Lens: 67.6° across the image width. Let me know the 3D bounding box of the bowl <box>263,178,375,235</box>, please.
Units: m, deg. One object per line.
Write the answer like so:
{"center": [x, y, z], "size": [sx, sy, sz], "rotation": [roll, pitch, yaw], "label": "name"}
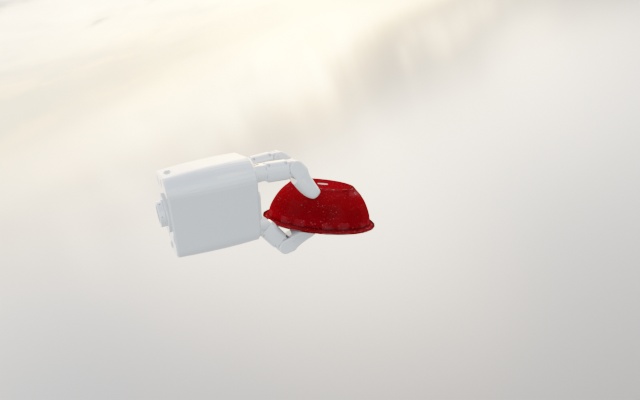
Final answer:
{"center": [0.001, 0.002, 0.682], "size": [0.162, 0.055, 0.162], "rotation": [6, 11, -1], "label": "bowl"}
